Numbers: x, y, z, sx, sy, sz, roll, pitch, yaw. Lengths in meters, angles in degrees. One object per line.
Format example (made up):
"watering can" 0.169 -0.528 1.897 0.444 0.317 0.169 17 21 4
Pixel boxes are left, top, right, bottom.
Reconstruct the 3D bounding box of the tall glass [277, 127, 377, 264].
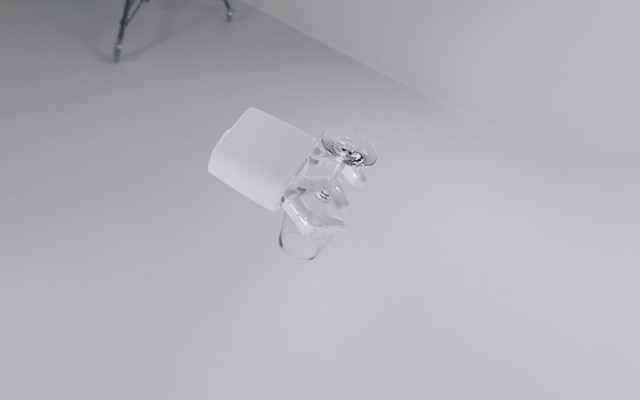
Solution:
"tall glass" 0.000 0.002 0.645 0.079 0.079 0.201 0 -44 -29
